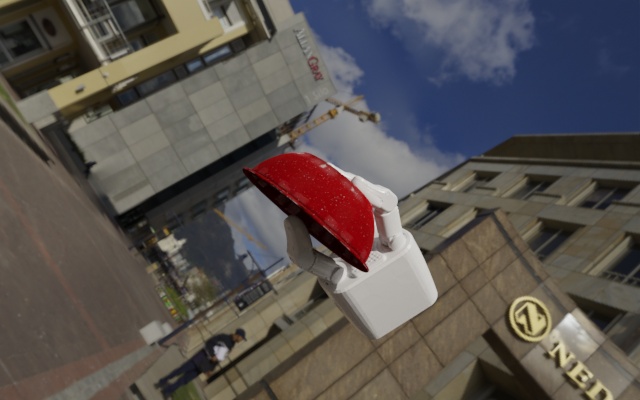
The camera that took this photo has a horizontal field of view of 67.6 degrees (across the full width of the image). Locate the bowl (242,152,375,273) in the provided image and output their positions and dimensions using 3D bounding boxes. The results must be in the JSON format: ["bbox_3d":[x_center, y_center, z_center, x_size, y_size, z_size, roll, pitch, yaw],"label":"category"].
[{"bbox_3d":[0.000,0.001,0.481,0.162,0.055,0.162,38,-8,6],"label":"bowl"}]
